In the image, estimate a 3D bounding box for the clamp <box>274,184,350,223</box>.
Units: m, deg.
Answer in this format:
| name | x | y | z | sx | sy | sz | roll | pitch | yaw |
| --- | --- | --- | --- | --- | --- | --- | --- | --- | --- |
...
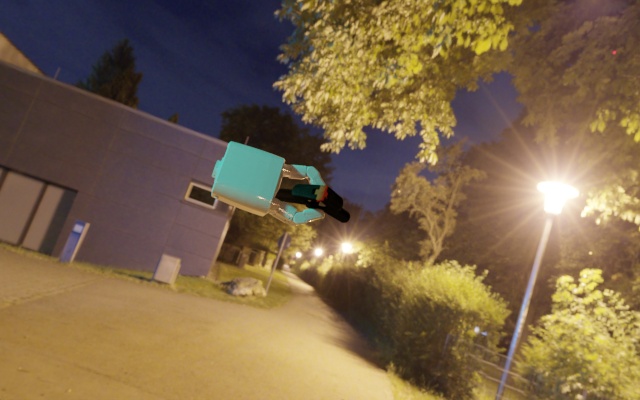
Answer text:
| name | x | y | z | sx | sy | sz | roll | pitch | yaw |
| --- | --- | --- | --- | --- | --- | --- | --- | --- | --- |
| clamp | 0.000 | 0.002 | 0.890 | 0.164 | 0.036 | 0.210 | 19 | -9 | -11 |
